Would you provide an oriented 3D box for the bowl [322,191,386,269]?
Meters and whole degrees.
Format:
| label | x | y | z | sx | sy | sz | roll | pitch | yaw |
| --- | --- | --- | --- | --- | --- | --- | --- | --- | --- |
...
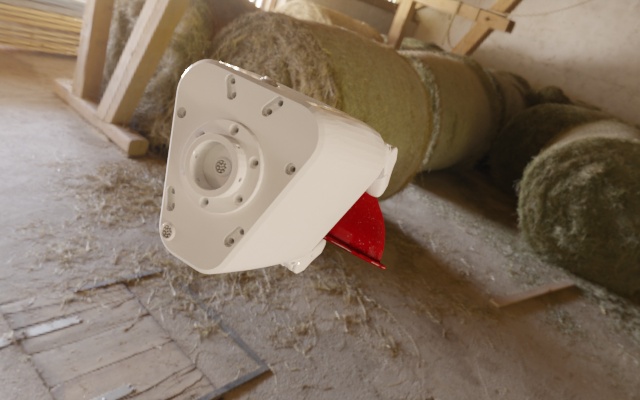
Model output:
| label | x | y | z | sx | sy | sz | roll | pitch | yaw |
| --- | --- | --- | --- | --- | --- | --- | --- | --- | --- |
| bowl | 0.000 | 0.001 | 0.443 | 0.162 | 0.055 | 0.162 | 29 | -3 | 1 |
